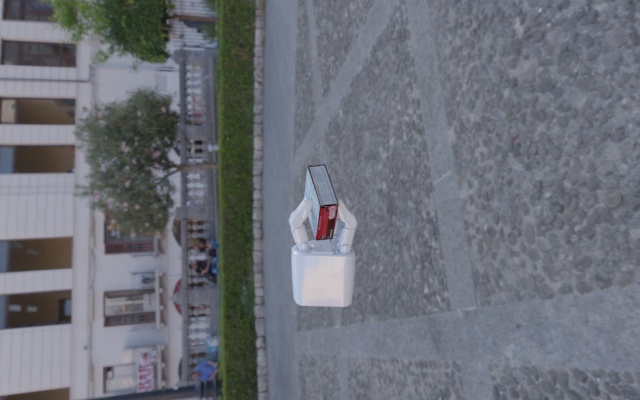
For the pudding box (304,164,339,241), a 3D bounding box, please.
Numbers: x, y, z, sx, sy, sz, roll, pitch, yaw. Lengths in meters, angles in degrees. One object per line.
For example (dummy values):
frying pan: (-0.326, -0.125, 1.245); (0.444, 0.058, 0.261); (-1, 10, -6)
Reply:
pudding box: (0.000, 0.003, 0.871); (0.039, 0.090, 0.113); (-5, 44, -15)
